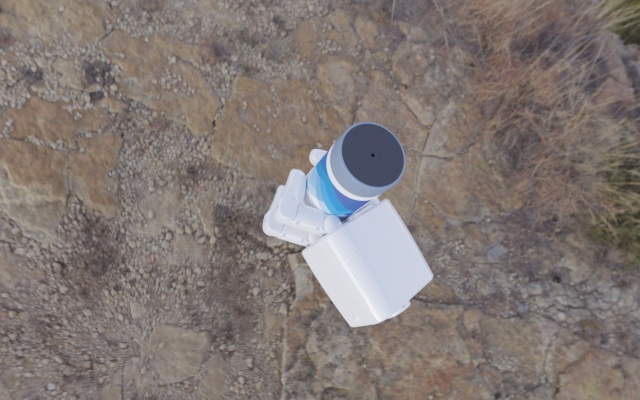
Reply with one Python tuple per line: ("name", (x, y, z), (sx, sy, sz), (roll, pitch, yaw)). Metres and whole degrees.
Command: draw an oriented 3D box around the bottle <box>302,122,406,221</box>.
("bottle", (0.000, 0.002, 0.564), (0.069, 0.069, 0.296), (0, -17, -20))
